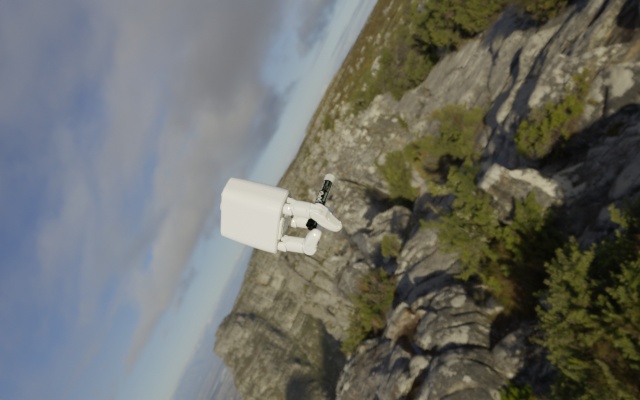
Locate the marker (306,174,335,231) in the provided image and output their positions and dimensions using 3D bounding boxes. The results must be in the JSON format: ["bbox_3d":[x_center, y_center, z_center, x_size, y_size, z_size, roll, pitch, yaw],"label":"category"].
[{"bbox_3d":[0.000,0.003,0.814,0.020,0.121,0.020,13,-39,11],"label":"marker"}]
